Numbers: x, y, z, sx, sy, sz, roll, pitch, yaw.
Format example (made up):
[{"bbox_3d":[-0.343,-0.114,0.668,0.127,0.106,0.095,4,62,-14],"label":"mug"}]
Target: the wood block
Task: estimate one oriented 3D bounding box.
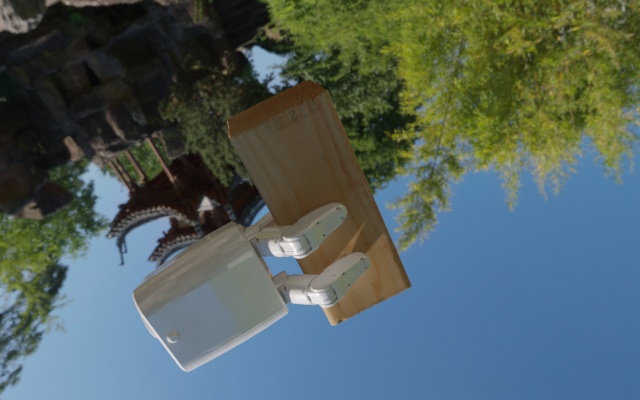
[{"bbox_3d":[0.000,0.002,0.458,0.090,0.206,0.090,-27,23,-2],"label":"wood block"}]
